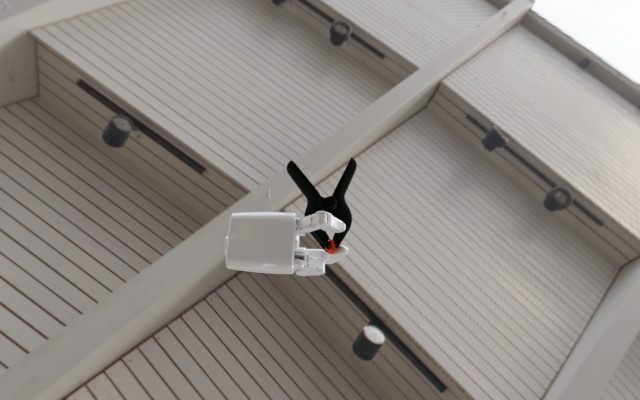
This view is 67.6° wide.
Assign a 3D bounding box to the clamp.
[{"bbox_3d":[0.000,0.003,0.797,0.120,0.171,0.039,2,-23,0],"label":"clamp"}]
